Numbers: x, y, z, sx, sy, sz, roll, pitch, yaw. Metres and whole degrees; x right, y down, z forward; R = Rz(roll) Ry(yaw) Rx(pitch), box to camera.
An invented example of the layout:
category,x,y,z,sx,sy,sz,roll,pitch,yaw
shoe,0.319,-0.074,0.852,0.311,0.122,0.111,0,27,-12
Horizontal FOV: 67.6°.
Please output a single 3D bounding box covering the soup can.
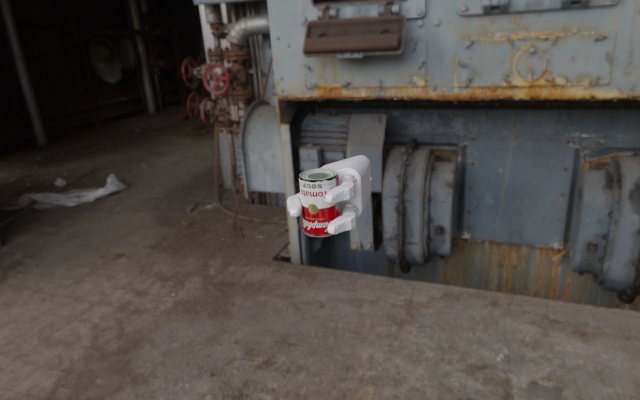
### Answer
category,x,y,z,sx,sy,sz,roll,pitch,yaw
soup can,0.000,0.003,0.819,0.068,0.102,0.068,-3,21,1
